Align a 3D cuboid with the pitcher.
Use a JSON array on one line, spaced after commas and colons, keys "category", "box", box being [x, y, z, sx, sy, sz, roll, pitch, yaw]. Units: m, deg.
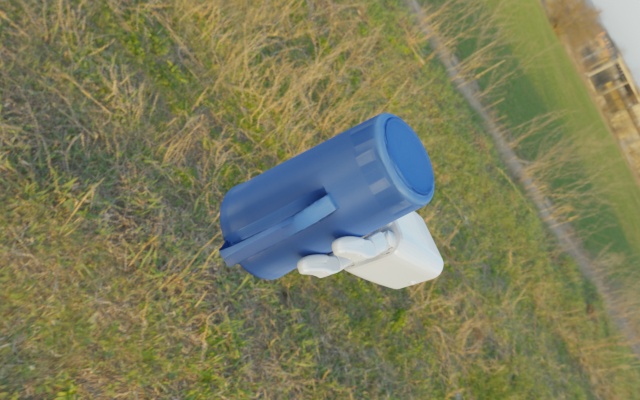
[{"category": "pitcher", "box": [0.000, 0.002, 0.556, 0.243, 0.149, 0.145, -27, -40, 34]}]
